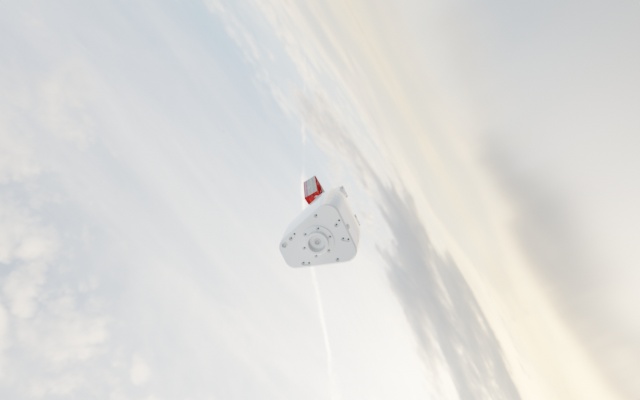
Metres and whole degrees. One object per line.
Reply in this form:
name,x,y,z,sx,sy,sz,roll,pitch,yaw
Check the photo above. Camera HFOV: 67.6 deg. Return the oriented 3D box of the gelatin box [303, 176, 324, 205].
gelatin box,0.000,0.003,0.864,0.030,0.073,0.089,-30,20,7
